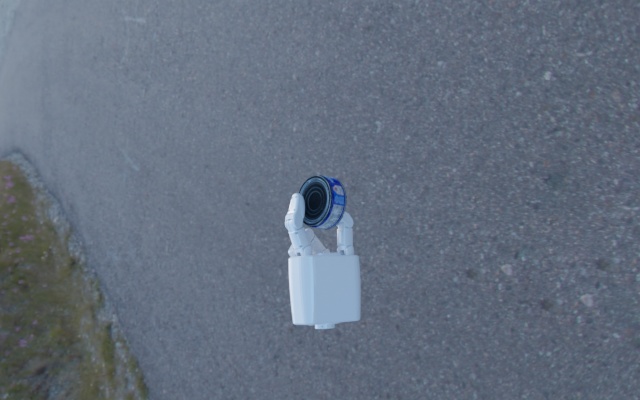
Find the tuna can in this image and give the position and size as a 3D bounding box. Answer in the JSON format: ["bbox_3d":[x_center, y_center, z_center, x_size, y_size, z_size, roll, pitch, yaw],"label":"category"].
[{"bbox_3d":[0.000,0.002,0.766,0.034,0.086,0.086,11,-7,-42],"label":"tuna can"}]
